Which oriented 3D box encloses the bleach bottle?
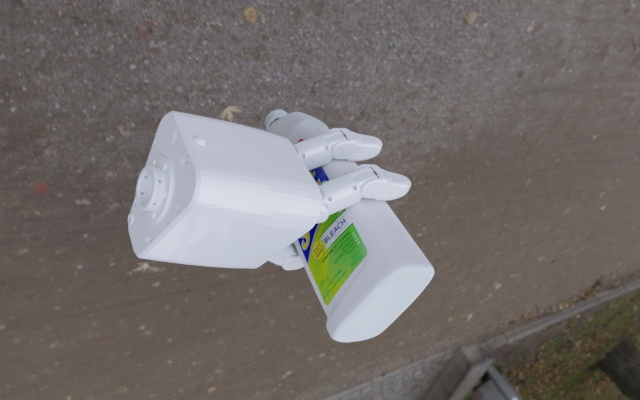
[{"bbox_3d":[0.000,0.001,0.461,0.068,0.103,0.250,10,36,-42],"label":"bleach bottle"}]
